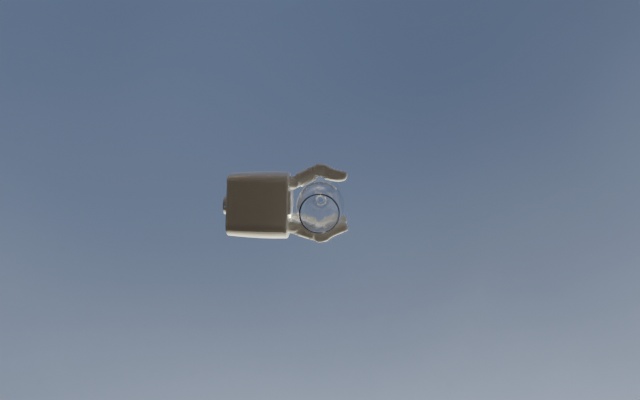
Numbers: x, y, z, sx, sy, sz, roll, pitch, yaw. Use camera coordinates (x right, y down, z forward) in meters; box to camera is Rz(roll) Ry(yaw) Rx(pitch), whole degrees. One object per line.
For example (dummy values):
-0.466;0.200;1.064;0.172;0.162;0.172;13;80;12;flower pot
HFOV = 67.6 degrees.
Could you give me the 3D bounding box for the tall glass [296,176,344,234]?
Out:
0.000;0.002;0.814;0.079;0.079;0.201;0;10;1;tall glass
